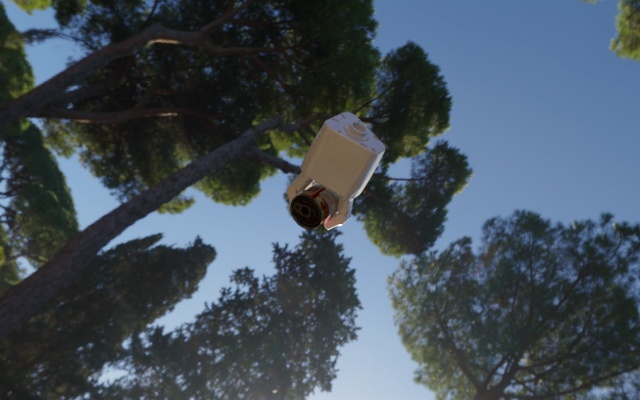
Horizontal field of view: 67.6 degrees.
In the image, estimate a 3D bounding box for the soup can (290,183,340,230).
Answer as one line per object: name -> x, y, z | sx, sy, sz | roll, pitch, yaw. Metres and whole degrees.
soup can -> 0.000, 0.003, 0.884 | 0.068, 0.068, 0.102 | 0, 22, 35
